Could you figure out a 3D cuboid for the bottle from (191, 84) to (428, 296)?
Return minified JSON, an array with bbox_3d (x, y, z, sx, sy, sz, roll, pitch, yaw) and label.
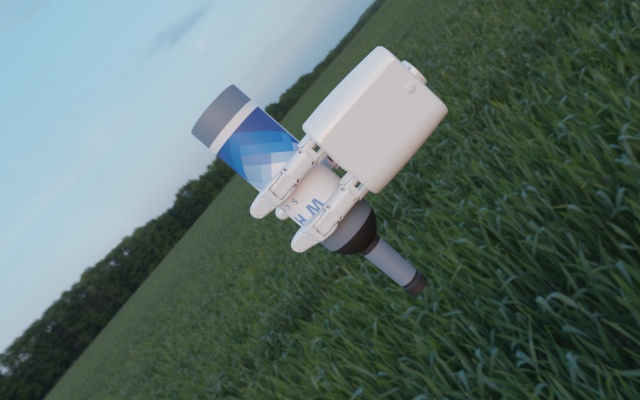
[{"bbox_3d":[0.000,0.002,0.509,0.296,0.069,0.069,41,-8,-9],"label":"bottle"}]
